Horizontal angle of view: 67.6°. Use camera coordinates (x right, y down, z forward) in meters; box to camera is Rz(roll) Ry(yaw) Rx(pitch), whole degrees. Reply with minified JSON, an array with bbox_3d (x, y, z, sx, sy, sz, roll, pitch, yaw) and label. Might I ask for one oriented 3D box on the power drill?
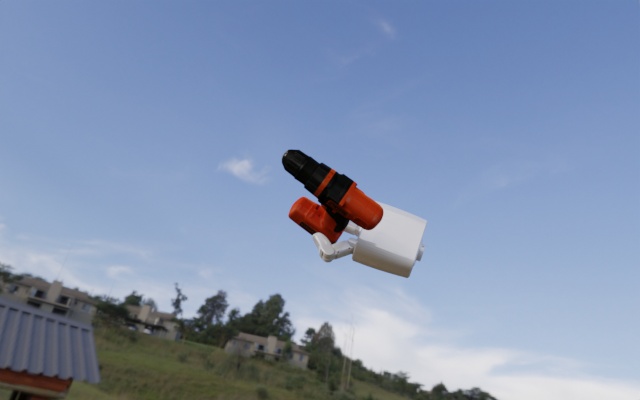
[{"bbox_3d":[0.000,0.003,0.812,0.184,0.057,0.188,37,-22,-1],"label":"power drill"}]
